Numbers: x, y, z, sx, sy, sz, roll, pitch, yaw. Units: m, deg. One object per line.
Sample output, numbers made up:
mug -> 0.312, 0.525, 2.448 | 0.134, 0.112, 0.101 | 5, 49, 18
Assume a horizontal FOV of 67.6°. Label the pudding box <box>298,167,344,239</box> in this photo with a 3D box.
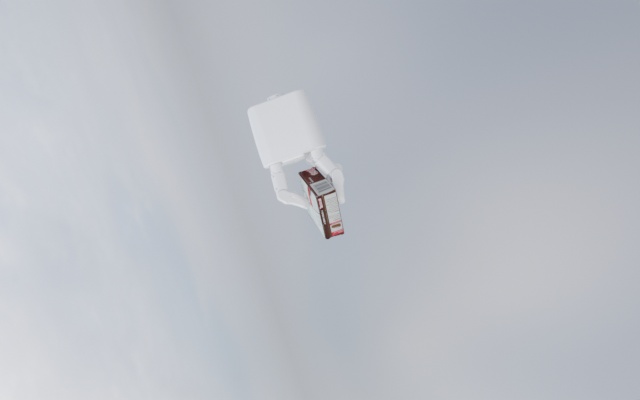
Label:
pudding box -> 0.000, 0.003, 0.840 | 0.039, 0.090, 0.113 | -19, 29, -9
